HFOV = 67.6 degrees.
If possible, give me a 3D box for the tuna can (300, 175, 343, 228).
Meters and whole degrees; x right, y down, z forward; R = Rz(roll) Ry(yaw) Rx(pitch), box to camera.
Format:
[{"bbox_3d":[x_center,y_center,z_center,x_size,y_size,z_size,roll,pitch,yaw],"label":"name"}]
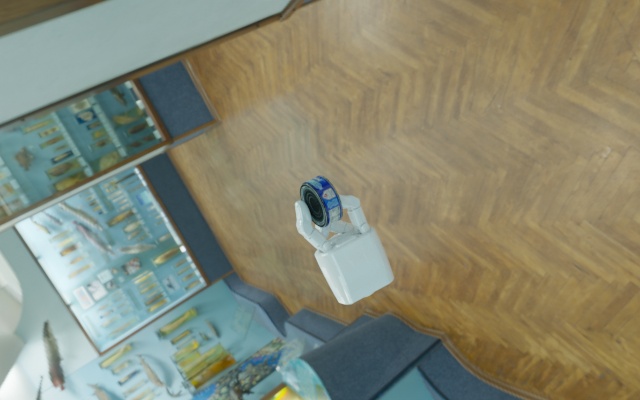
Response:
[{"bbox_3d":[0.000,0.003,0.818,0.033,0.086,0.086,-26,11,-24],"label":"tuna can"}]
